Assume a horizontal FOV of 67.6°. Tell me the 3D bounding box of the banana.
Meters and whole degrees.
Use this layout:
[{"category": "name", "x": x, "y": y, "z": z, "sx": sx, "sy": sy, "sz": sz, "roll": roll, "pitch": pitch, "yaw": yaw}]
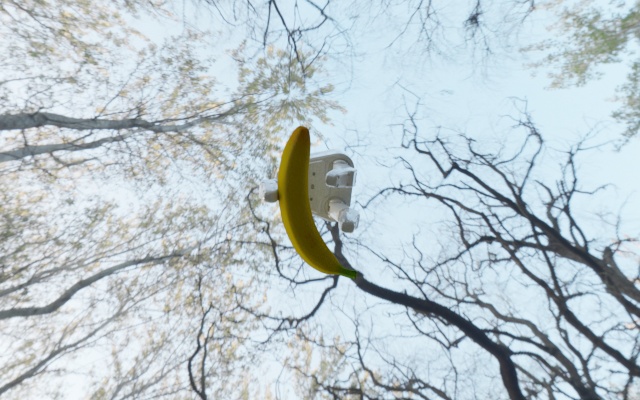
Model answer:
[{"category": "banana", "x": -0.016, "y": 0.011, "z": 0.584, "sx": 0.069, "sy": 0.198, "sz": 0.037, "roll": -18, "pitch": 11, "yaw": 7}]
